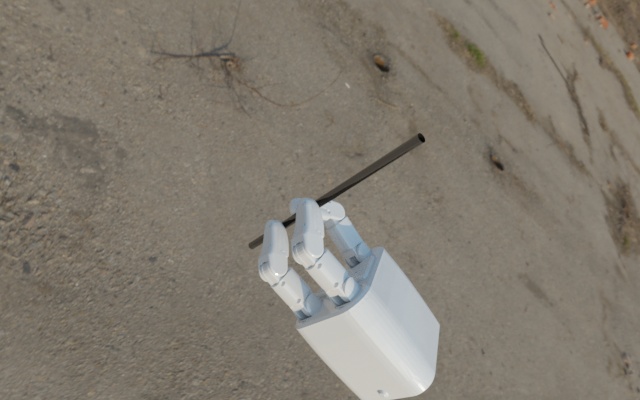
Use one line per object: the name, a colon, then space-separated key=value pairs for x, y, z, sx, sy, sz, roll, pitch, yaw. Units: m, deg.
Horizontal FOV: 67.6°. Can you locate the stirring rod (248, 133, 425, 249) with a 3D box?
stirring rod: x=0.000 y=0.001 z=0.433 sx=0.011 sy=0.011 sz=0.239 roll=0 pitch=-23 yaw=-42
